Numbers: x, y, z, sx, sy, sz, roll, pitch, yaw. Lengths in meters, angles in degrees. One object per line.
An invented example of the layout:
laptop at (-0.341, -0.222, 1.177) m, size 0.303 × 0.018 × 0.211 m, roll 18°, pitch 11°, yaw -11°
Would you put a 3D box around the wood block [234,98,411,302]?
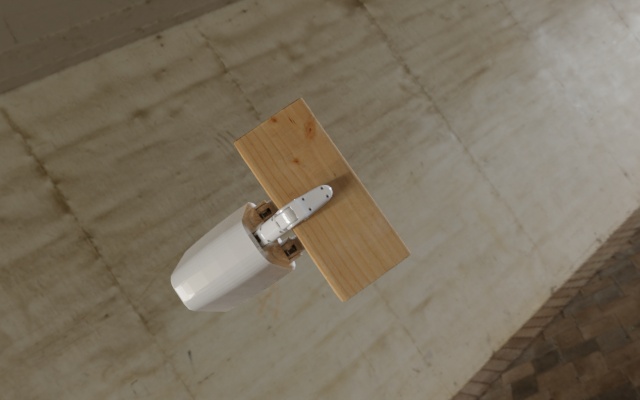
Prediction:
wood block at (0.000, 0.002, 0.546) m, size 0.090 × 0.206 × 0.091 m, roll -35°, pitch -3°, yaw -6°
